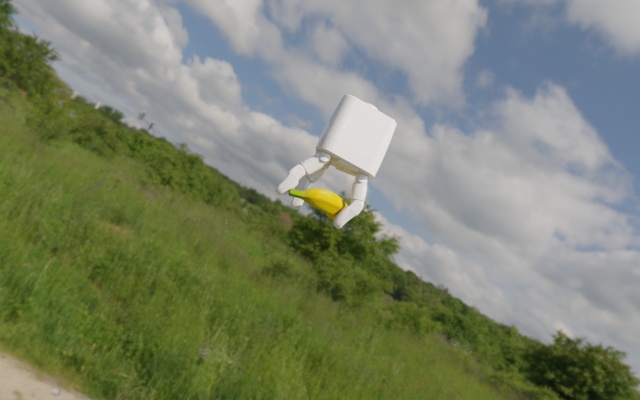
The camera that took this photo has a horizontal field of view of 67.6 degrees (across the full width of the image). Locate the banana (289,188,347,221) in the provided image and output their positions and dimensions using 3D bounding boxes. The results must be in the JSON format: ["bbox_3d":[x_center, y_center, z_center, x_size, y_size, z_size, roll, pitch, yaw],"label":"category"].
[{"bbox_3d":[0.015,0.008,0.846,0.069,0.037,0.198,21,-6,24],"label":"banana"}]
